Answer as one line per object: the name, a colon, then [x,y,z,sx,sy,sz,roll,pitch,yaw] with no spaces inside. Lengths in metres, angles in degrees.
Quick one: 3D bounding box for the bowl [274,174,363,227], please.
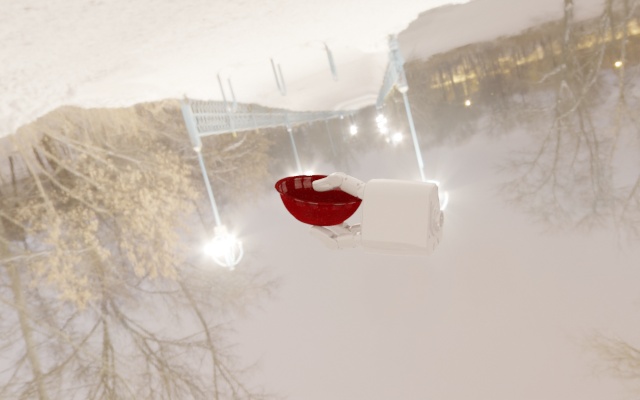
bowl: [-0.001,0.003,0.826,0.162,0.055,0.162,5,19,-2]
